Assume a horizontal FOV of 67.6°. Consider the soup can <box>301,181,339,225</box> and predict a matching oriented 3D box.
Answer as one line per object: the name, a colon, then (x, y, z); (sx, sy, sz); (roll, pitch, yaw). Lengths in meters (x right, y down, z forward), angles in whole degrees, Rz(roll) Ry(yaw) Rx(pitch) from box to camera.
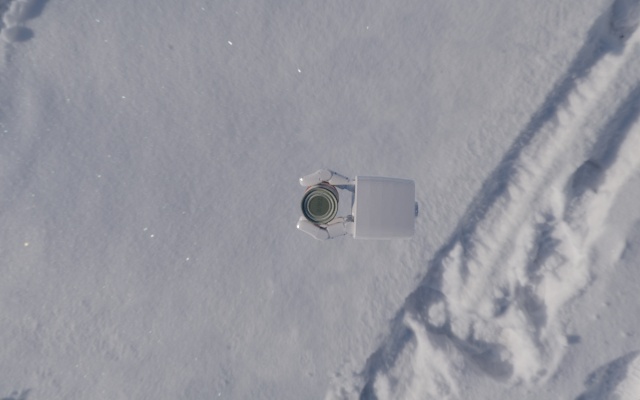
soup can: (0.000, 0.003, 0.874); (0.068, 0.068, 0.102); (0, 9, 2)
